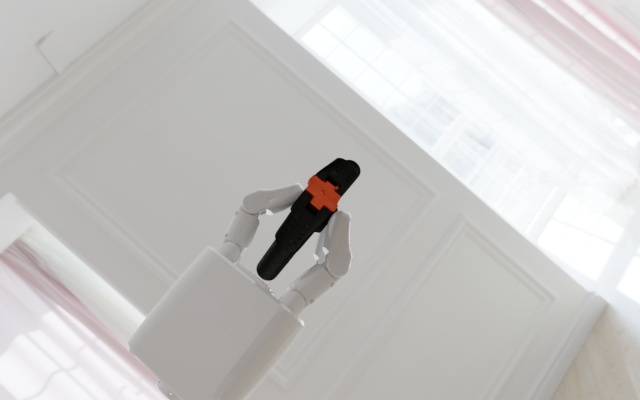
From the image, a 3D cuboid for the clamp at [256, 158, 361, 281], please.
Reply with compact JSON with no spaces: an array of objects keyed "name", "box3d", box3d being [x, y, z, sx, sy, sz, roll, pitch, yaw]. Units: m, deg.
[{"name":"clamp","box3d":[-0.001,0.001,0.447,0.036,0.164,0.210,38,-16,2]}]
